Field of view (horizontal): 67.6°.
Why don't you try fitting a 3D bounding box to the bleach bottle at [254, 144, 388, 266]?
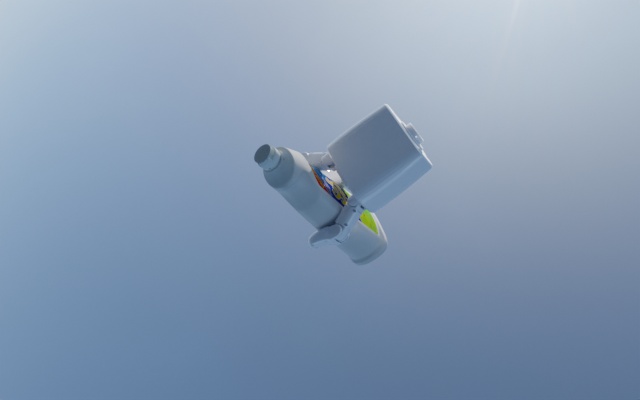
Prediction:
[{"bbox_3d":[0.000,0.002,0.686,0.068,0.102,0.251,-36,-44,17],"label":"bleach bottle"}]
